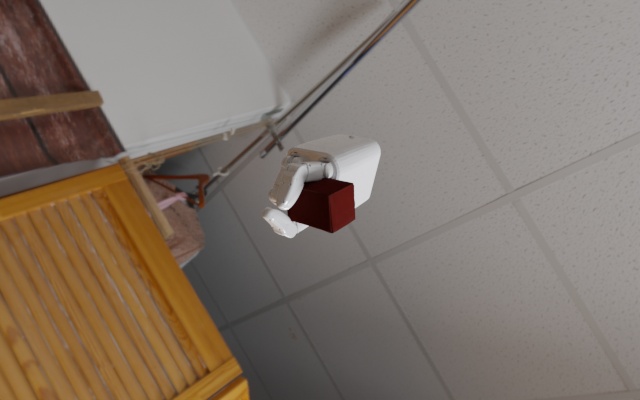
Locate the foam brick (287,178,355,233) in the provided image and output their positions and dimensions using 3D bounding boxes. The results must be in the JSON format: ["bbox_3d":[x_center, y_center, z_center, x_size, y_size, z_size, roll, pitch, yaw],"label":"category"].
[{"bbox_3d":[0.000,0.002,0.616,0.078,0.053,0.051,15,28,39],"label":"foam brick"}]
